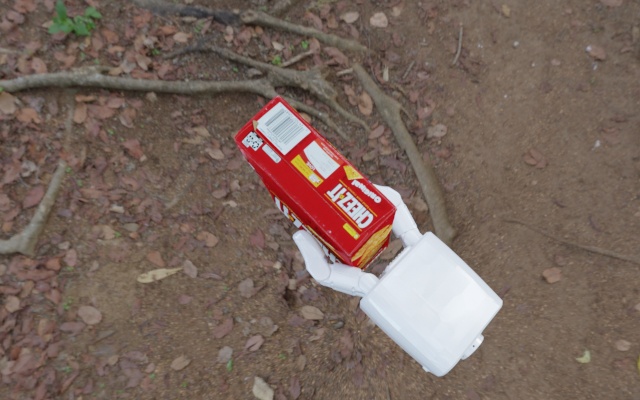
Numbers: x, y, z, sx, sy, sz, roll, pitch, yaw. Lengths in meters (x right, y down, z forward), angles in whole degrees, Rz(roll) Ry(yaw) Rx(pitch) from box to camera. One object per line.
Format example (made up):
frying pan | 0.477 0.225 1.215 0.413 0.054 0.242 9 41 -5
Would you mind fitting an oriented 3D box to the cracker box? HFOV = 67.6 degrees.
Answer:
cracker box | 0.000 0.002 0.538 0.164 0.072 0.214 45 -8 14
